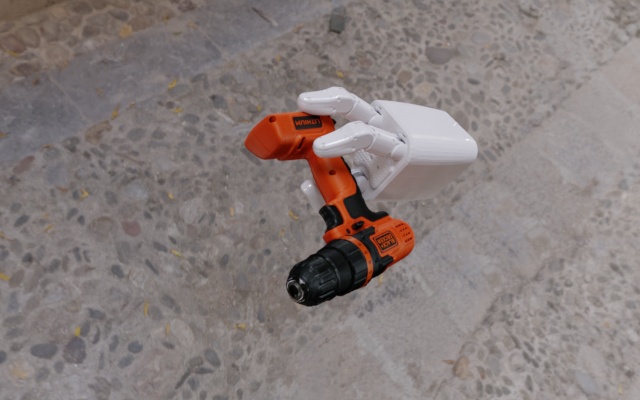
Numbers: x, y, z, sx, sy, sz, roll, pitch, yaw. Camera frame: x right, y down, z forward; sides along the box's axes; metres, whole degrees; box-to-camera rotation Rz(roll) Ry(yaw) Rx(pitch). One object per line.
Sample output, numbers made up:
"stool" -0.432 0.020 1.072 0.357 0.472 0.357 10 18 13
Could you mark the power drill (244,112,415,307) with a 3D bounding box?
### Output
"power drill" 0.000 0.001 0.480 0.057 0.187 0.184 -38 -13 37
